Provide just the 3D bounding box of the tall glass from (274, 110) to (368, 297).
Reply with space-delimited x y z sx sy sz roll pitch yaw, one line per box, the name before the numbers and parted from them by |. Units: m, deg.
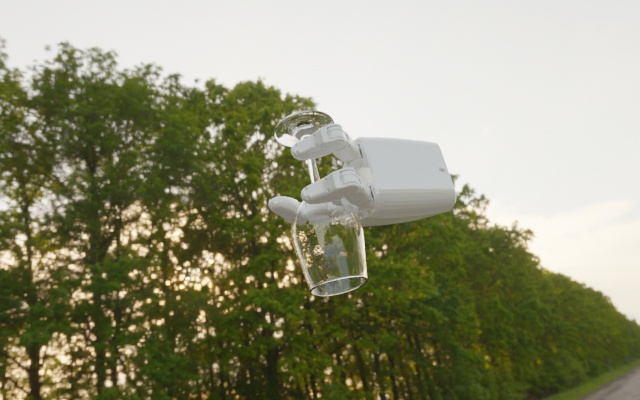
tall glass | 0.000 0.001 0.537 0.079 0.201 0.079 -10 -25 -5
